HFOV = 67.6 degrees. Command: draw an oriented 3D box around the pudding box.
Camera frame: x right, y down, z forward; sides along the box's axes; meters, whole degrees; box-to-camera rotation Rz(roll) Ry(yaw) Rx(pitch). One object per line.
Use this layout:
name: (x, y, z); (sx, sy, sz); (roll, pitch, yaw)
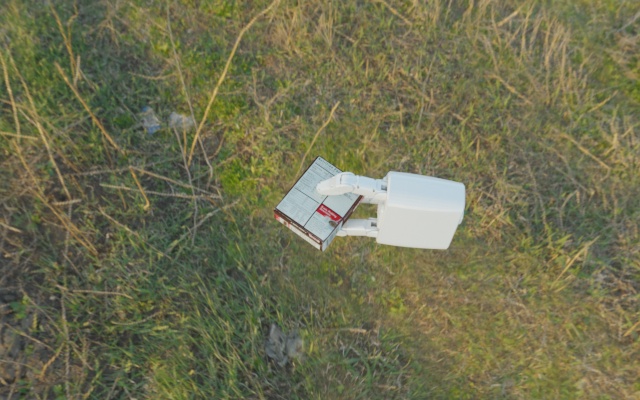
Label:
pudding box: (0.000, 0.002, 0.692); (0.090, 0.113, 0.039); (34, -23, 12)
